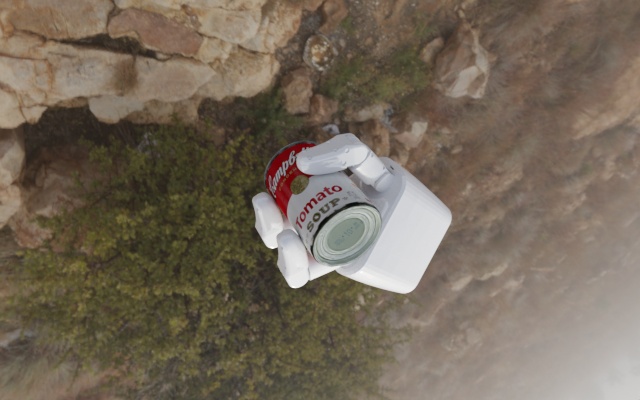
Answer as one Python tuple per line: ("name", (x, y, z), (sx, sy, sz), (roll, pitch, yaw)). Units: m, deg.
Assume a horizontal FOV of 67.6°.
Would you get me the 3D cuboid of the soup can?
("soup can", (0.000, 0.001, 0.422), (0.068, 0.068, 0.102), (0, 35, -33))
